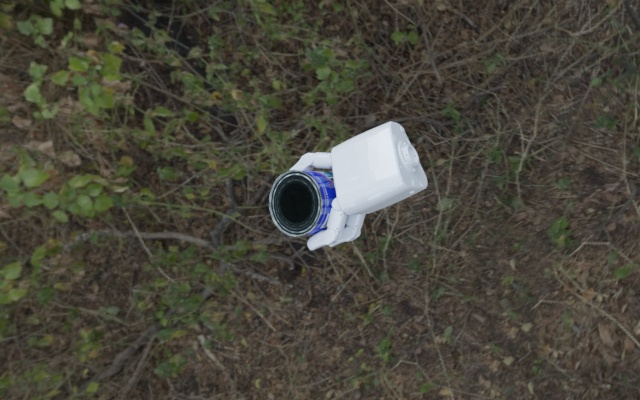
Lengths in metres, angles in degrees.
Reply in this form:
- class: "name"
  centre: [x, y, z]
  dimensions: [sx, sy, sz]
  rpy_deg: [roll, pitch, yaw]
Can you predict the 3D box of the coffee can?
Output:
- class: "coffee can"
  centre: [0.000, 0.003, 0.779]
  dimensions: [0.103, 0.103, 0.140]
  rpy_deg: [0, 2, 35]
